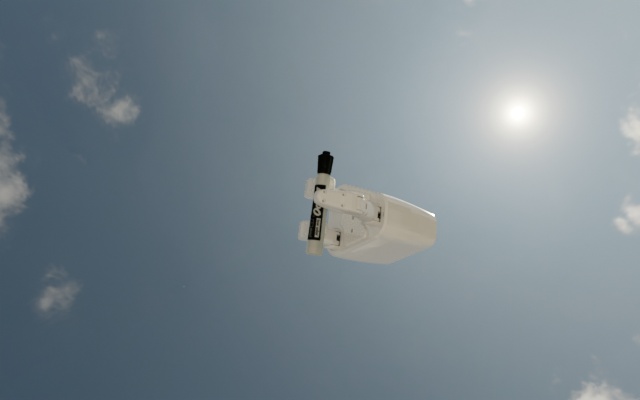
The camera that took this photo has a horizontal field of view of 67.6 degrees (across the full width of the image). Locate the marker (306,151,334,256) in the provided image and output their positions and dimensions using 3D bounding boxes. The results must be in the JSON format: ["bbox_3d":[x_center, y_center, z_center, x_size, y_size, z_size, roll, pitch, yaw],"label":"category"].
[{"bbox_3d":[0.000,0.002,0.546,0.020,0.121,0.020,7,-12,1],"label":"marker"}]
